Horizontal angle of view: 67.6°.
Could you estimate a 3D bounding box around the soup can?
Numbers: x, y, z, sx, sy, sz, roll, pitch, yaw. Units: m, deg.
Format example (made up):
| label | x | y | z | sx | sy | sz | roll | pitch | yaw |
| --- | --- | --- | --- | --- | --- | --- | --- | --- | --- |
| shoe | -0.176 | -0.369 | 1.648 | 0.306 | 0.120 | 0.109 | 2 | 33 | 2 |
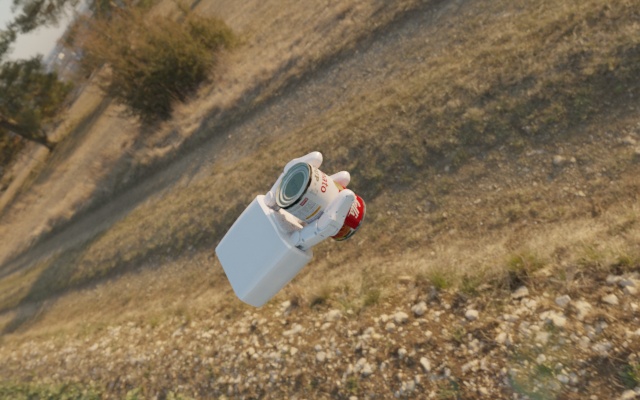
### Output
| label | x | y | z | sx | sy | sz | roll | pitch | yaw |
| --- | --- | --- | --- | --- | --- | --- | --- | --- | --- |
| soup can | 0.000 | 0.002 | 0.621 | 0.102 | 0.068 | 0.068 | 32 | -19 | -34 |
